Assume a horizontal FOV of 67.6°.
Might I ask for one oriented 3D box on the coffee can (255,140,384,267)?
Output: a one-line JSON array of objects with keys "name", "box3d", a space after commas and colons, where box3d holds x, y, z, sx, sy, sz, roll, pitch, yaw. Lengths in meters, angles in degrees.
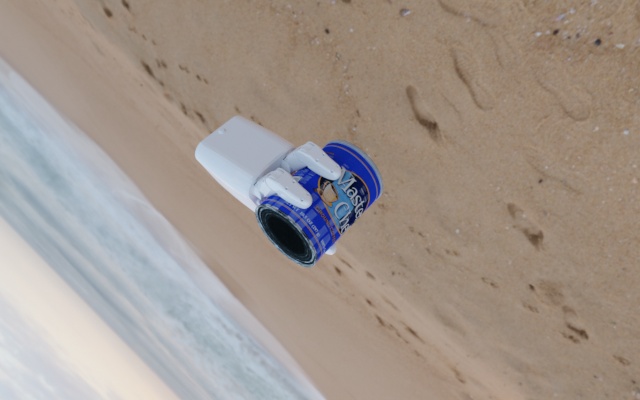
[{"name": "coffee can", "box3d": [0.000, 0.002, 0.622, 0.140, 0.103, 0.103, -44, 23, -27]}]
